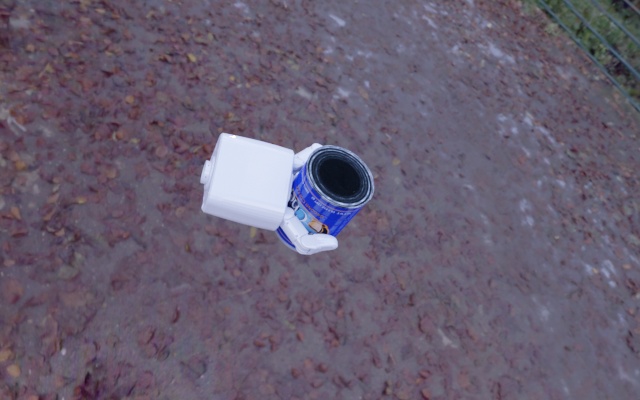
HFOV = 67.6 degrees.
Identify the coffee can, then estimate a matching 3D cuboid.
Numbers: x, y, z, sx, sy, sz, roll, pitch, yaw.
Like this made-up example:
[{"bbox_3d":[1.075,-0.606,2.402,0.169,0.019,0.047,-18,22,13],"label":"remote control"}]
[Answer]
[{"bbox_3d":[0.000,0.002,0.698,0.103,0.102,0.140,0,-31,-28],"label":"coffee can"}]
